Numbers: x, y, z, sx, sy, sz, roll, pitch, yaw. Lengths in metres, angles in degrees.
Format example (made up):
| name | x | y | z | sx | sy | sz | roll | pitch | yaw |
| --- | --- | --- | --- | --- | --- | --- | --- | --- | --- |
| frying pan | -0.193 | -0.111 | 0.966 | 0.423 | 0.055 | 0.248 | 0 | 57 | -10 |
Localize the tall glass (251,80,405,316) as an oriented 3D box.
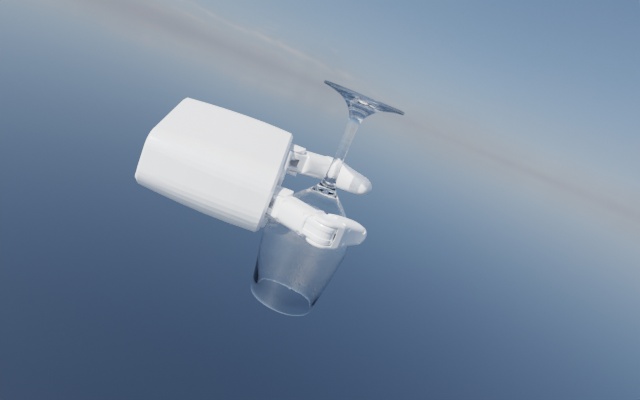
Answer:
| name | x | y | z | sx | sy | sz | roll | pitch | yaw |
| --- | --- | --- | --- | --- | --- | --- | --- | --- | --- |
| tall glass | 0.000 | 0.001 | 0.427 | 0.079 | 0.201 | 0.079 | 21 | 13 | -5 |
